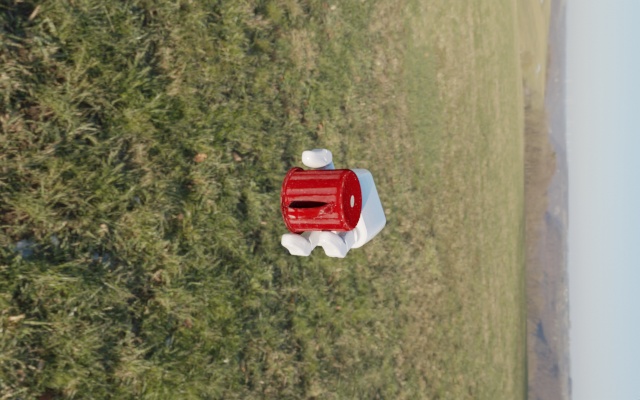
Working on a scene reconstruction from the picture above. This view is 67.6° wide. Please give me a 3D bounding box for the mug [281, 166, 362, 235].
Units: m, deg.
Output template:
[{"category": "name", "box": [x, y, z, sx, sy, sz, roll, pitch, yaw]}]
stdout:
[{"category": "mug", "box": [0.000, 0.002, 0.621, 0.081, 0.093, 0.117, -1, 11, 25]}]
